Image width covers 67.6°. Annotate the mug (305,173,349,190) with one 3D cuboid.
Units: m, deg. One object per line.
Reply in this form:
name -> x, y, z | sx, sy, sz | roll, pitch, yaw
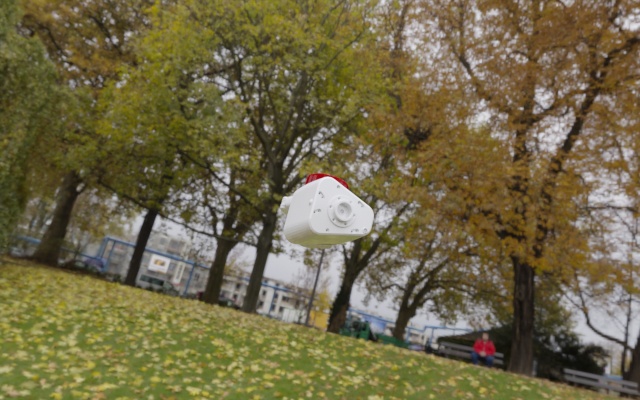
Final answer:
mug -> 0.000, 0.003, 0.895 | 0.093, 0.081, 0.117 | 21, -17, -21
